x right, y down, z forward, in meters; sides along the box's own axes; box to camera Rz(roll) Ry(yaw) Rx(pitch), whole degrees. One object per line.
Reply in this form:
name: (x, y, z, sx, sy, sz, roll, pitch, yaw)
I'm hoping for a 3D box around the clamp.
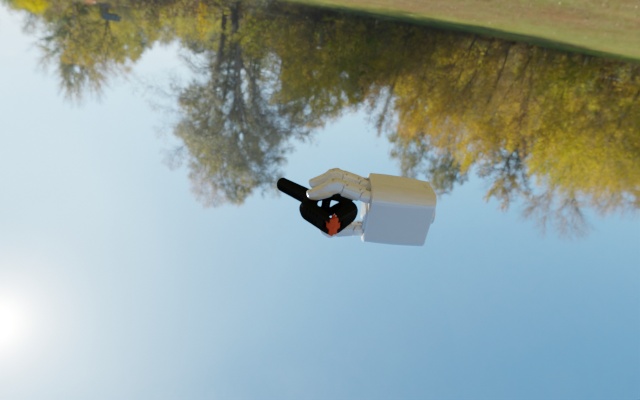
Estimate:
clamp: (0.000, 0.004, 0.802, 0.164, 0.036, 0.210, 4, 20, 0)
